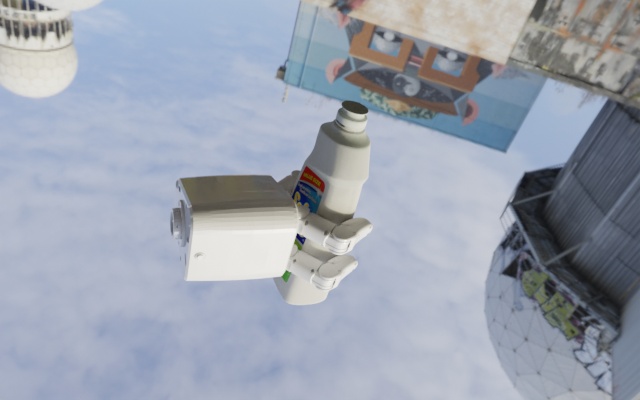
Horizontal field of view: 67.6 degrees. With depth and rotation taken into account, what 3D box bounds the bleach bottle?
[{"bbox_3d":[0.000,0.002,0.543,0.068,0.251,0.102,-1,39,-24],"label":"bleach bottle"}]
